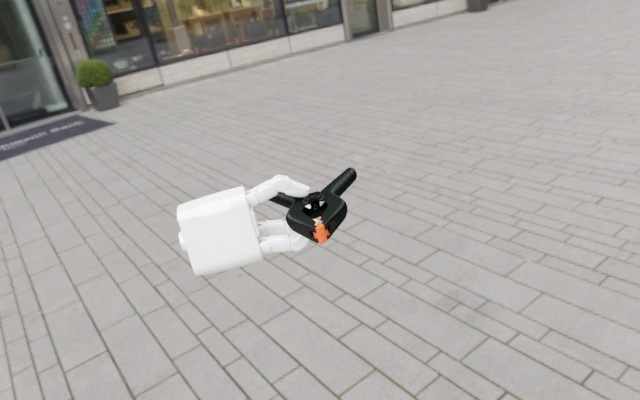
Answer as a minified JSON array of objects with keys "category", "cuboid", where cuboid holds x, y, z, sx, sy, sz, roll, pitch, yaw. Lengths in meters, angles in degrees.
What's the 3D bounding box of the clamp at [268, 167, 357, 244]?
[{"category":"clamp","cuboid":[0.000,0.002,0.754,0.164,0.036,0.210,-17,25,-6]}]
